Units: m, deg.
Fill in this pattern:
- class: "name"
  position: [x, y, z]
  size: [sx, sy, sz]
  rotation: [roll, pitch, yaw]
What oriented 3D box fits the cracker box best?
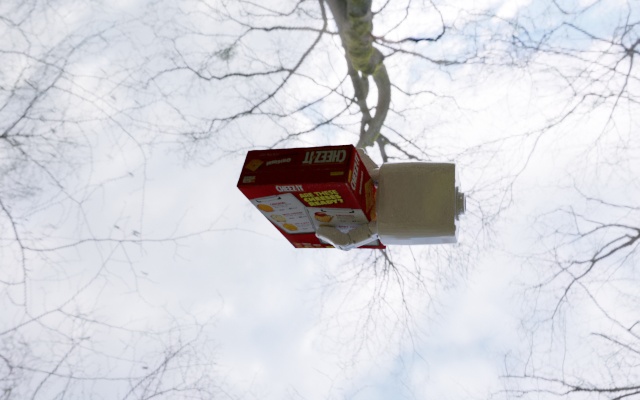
- class: "cracker box"
  position: [0.000, 0.003, 0.721]
  size: [0.164, 0.072, 0.214]
  rotation: [-1, -30, 22]
